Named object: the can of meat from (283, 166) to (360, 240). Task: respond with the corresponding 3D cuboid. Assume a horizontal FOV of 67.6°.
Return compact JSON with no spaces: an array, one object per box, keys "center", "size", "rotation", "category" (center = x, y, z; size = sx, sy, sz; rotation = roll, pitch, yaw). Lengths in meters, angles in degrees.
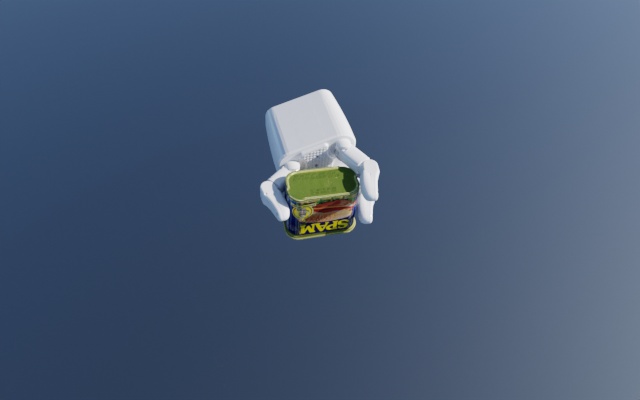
[{"center":[0.000,0.002,0.647],"size":[0.102,0.057,0.084],"rotation":[-7,-38,-10],"category":"can of meat"}]
